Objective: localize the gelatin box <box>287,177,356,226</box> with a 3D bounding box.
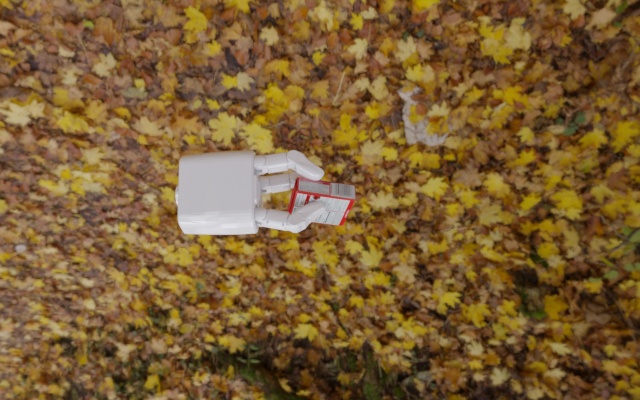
[{"bbox_3d":[0.000,0.003,0.703,0.089,0.030,0.073,8,-36,-9],"label":"gelatin box"}]
